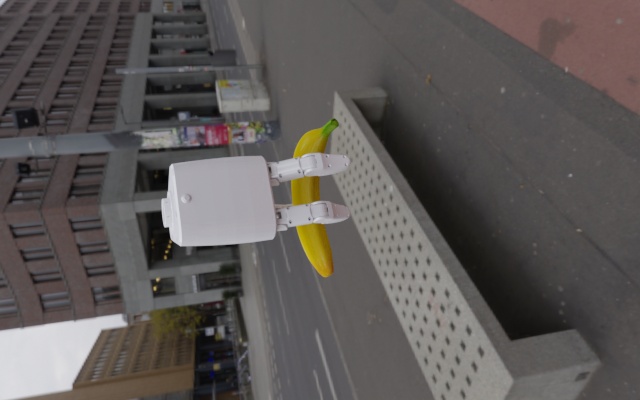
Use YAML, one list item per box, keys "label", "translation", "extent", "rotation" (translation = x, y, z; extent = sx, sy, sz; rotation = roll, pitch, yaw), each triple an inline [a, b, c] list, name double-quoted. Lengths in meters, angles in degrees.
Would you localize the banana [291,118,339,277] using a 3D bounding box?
- label: "banana"
  translation: [-0.010, -0.003, 0.610]
  extent: [0.037, 0.198, 0.069]
  rotation: [-5, 9, -33]
